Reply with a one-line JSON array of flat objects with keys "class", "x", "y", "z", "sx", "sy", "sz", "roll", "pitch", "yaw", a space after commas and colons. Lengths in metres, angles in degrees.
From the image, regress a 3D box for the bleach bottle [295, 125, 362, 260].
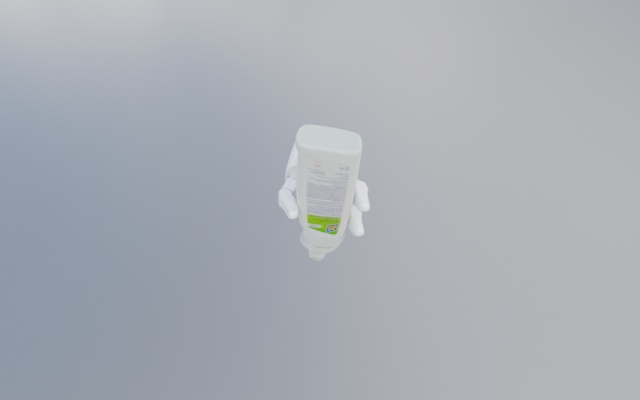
[{"class": "bleach bottle", "x": 0.000, "y": 0.003, "z": 0.781, "sx": 0.102, "sy": 0.251, "sz": 0.068, "roll": 9, "pitch": 41, "yaw": 0}]
